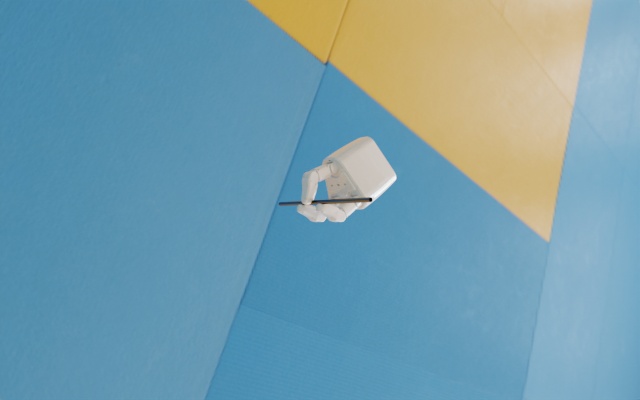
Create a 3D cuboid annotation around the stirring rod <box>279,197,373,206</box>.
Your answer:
[{"bbox_3d":[0.000,0.003,0.826,0.011,0.011,0.239,0,-2,-40],"label":"stirring rod"}]
